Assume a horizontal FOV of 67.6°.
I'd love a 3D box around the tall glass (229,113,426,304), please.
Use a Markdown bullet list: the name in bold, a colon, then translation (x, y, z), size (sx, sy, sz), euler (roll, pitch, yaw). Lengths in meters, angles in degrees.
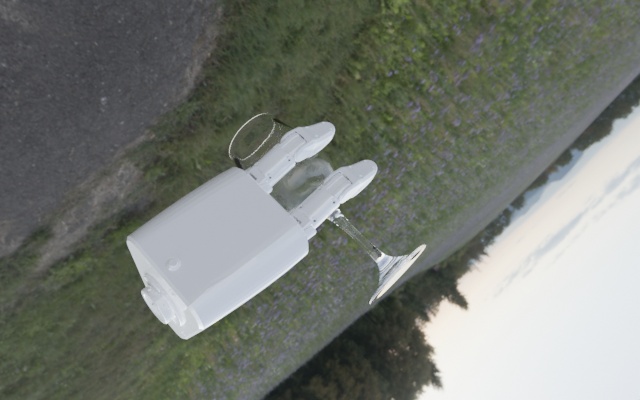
- **tall glass**: translation (0.001, 0.002, 0.457), size (0.201, 0.079, 0.079), euler (44, 15, 16)
